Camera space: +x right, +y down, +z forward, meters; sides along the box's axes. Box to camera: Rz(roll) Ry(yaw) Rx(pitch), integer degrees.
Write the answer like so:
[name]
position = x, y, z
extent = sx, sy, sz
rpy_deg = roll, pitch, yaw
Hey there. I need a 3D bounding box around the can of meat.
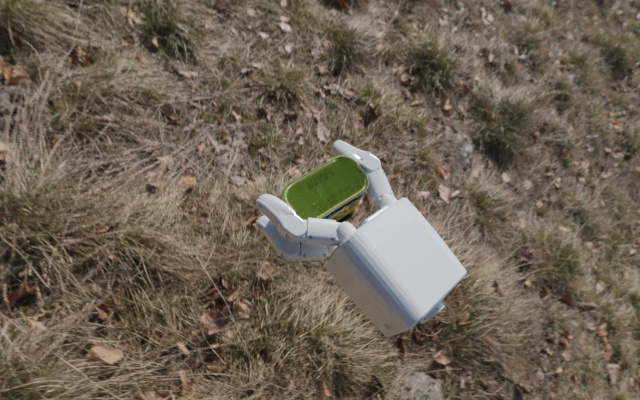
[can of meat]
position = 0.000, 0.002, 0.543
extent = 0.102, 0.057, 0.084
rpy_deg = -31, -13, -19
